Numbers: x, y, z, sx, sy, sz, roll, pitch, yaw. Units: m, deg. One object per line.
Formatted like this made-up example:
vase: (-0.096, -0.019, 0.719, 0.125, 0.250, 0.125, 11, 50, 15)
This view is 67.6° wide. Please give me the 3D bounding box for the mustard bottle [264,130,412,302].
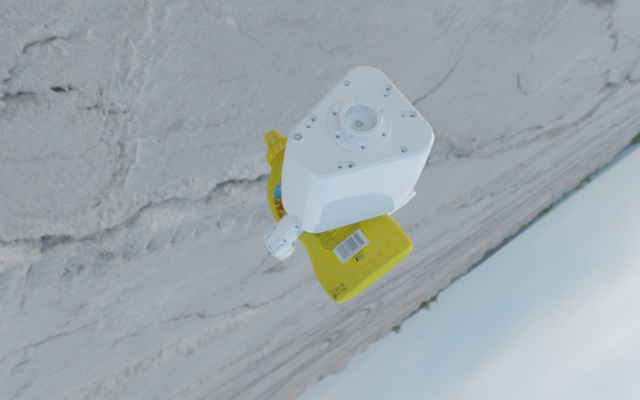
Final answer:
mustard bottle: (0.000, 0.002, 0.491, 0.096, 0.191, 0.058, -39, -17, 6)
